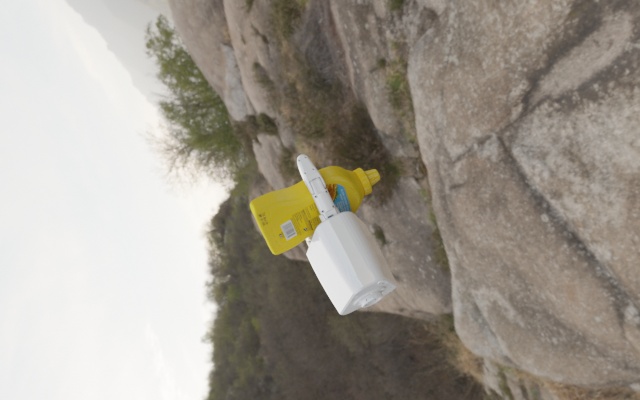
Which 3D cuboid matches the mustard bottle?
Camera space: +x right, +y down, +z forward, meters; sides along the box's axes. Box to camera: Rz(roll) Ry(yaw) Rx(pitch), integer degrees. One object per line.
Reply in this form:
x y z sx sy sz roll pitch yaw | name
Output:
0.000 0.002 0.699 0.191 0.096 0.058 -26 41 -7 | mustard bottle
